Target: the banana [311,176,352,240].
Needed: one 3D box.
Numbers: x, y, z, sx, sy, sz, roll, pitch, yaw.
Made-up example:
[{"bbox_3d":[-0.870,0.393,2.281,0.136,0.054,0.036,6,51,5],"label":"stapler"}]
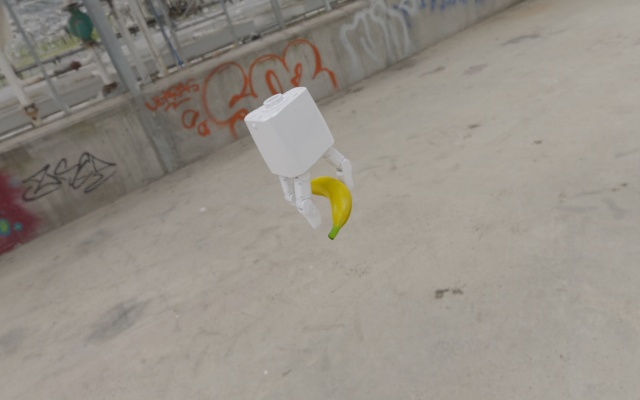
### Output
[{"bbox_3d":[0.016,-0.007,0.831,0.069,0.037,0.197,-35,27,5],"label":"banana"}]
